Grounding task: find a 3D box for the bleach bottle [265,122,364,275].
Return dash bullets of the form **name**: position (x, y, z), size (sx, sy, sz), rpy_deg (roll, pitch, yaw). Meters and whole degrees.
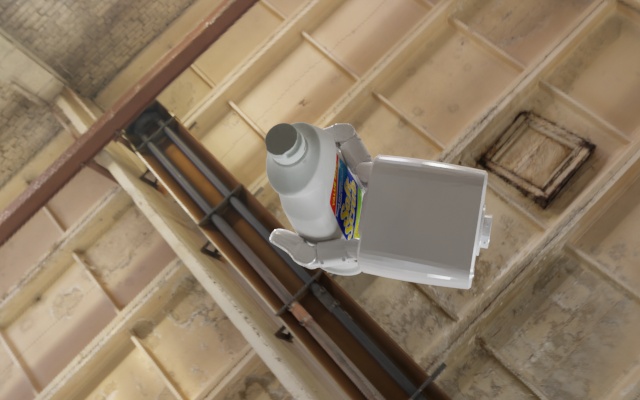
- **bleach bottle**: position (0.000, 0.002, 0.490), size (0.068, 0.102, 0.251), rpy_deg (8, -17, 19)
